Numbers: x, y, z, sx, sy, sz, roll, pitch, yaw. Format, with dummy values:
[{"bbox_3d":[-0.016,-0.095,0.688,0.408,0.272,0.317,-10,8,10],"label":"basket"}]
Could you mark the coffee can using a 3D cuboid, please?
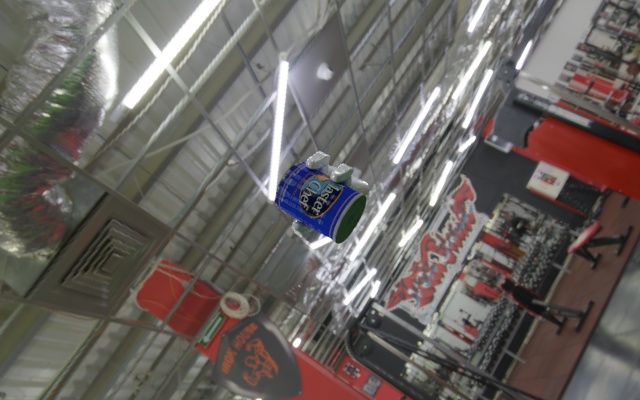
[{"bbox_3d":[0.000,0.003,0.895,0.140,0.103,0.103,30,11,20],"label":"coffee can"}]
